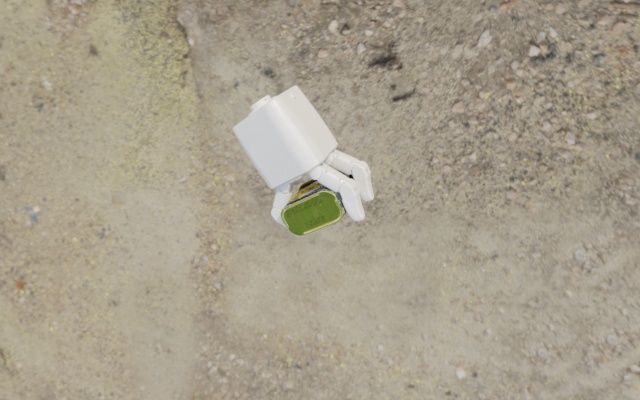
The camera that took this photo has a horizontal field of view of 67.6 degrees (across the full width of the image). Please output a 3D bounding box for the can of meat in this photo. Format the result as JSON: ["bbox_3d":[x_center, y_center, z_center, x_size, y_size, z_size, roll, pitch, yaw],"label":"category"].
[{"bbox_3d":[0.000,0.003,0.706,0.102,0.057,0.084,-24,14,29],"label":"can of meat"}]
